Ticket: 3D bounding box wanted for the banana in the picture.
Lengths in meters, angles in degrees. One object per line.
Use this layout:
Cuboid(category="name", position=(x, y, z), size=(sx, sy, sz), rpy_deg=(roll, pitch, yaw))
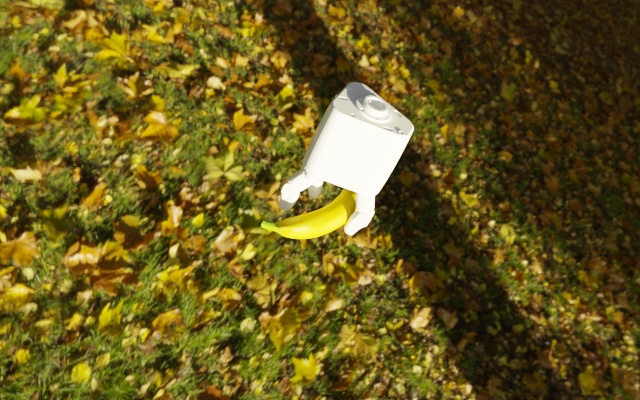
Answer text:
Cuboid(category="banana", position=(0.010, 0.015, 0.717), size=(0.197, 0.037, 0.069), rpy_deg=(-23, 55, -38))
